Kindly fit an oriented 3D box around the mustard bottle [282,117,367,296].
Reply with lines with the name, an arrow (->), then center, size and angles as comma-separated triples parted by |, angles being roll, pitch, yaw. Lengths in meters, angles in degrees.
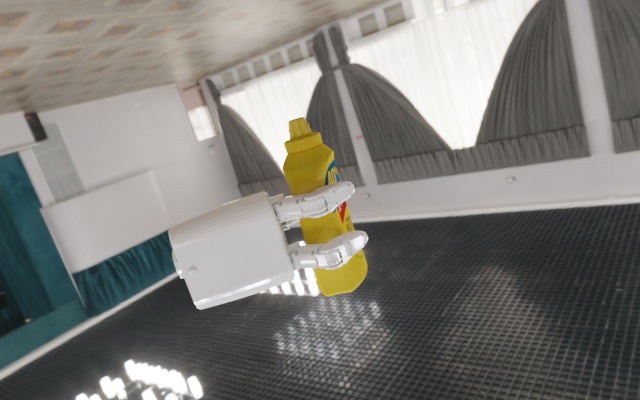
mustard bottle -> 0.000, 0.002, 0.534 | 0.058, 0.192, 0.096 | -14, 13, 16
